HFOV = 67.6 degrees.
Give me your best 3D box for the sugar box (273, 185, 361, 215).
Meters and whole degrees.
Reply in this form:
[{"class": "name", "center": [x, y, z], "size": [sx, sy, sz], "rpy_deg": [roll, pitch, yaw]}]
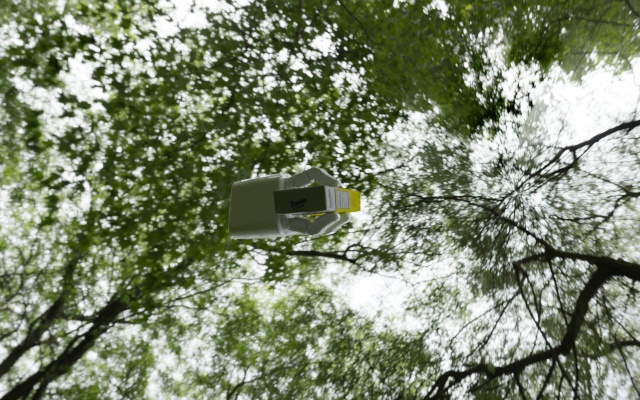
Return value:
[{"class": "sugar box", "center": [0.000, 0.003, 0.823], "size": [0.093, 0.048, 0.176], "rpy_deg": [-6, -1, 23]}]
